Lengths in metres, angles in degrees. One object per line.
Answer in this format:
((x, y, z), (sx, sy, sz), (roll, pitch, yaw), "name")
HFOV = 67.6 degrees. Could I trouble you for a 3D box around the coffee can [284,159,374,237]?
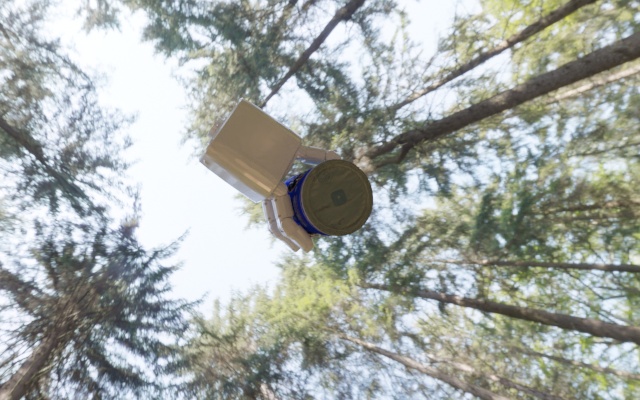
((0.000, 0.002, 0.695), (0.103, 0.103, 0.140), (0, -5, -21), "coffee can")
